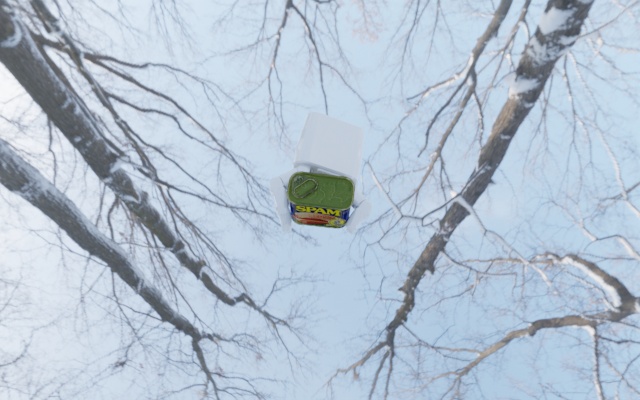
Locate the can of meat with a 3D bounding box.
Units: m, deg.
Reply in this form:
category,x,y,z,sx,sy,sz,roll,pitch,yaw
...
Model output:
category,x,y,z,sx,sy,sz,roll,pitch,yaw
can of meat,0.000,0.003,0.756,0.102,0.057,0.084,7,-26,2
